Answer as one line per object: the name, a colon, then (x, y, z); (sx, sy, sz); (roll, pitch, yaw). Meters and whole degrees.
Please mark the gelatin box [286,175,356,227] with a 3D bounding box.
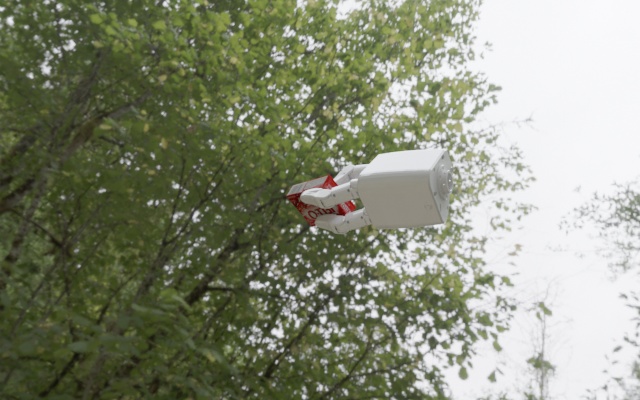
gelatin box: (0.000, 0.002, 0.763); (0.089, 0.073, 0.030); (-14, 35, 44)
